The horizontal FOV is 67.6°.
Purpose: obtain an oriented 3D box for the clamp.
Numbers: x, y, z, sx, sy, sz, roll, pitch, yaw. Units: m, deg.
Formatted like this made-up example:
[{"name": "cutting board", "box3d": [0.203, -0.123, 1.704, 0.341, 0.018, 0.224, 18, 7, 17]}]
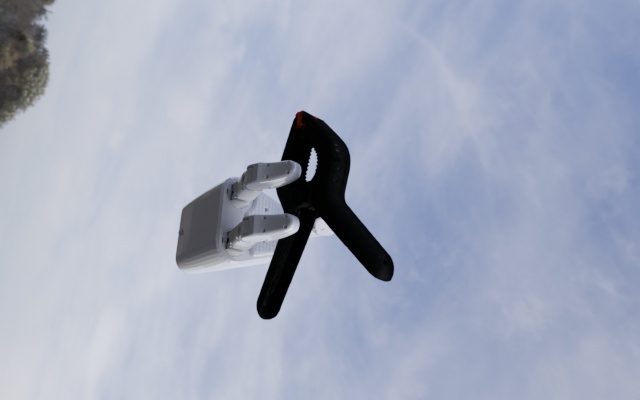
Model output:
[{"name": "clamp", "box3d": [0.001, 0.001, 0.458, 0.036, 0.210, 0.164, 21, -28, -40]}]
